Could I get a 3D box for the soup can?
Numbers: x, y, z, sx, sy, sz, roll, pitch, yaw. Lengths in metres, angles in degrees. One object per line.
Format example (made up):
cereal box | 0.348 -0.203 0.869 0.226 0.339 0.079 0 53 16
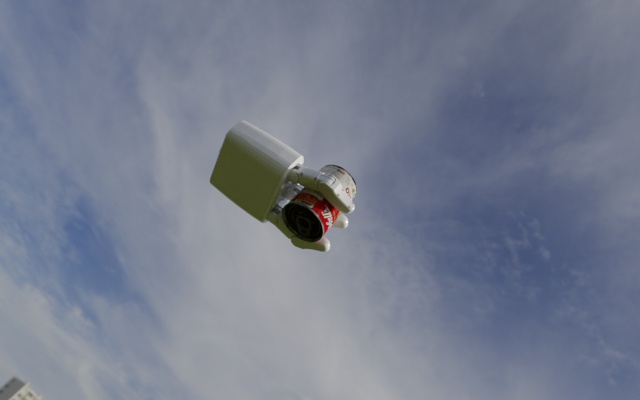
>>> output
soup can | 0.001 0.002 0.687 0.068 0.068 0.102 0 35 38
